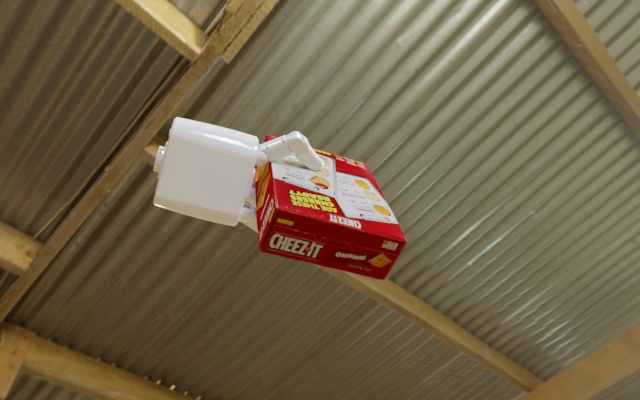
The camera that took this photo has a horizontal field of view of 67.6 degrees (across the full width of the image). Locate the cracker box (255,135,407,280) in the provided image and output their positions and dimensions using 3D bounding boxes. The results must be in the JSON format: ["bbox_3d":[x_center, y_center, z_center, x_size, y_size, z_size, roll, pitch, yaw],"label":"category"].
[{"bbox_3d":[0.000,0.002,0.633,0.164,0.072,0.213,15,26,-17],"label":"cracker box"}]
